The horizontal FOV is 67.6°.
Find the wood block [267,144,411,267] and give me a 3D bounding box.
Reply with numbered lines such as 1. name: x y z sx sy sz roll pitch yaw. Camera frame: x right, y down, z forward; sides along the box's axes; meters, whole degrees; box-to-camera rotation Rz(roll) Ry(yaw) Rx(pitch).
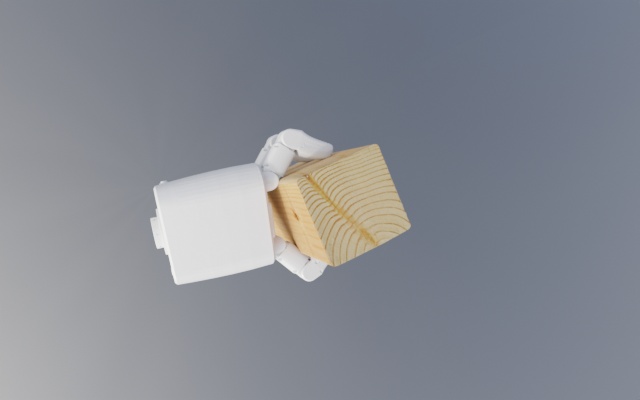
1. wood block: 0.000 0.002 0.536 0.090 0.091 0.206 -25 9 -16
